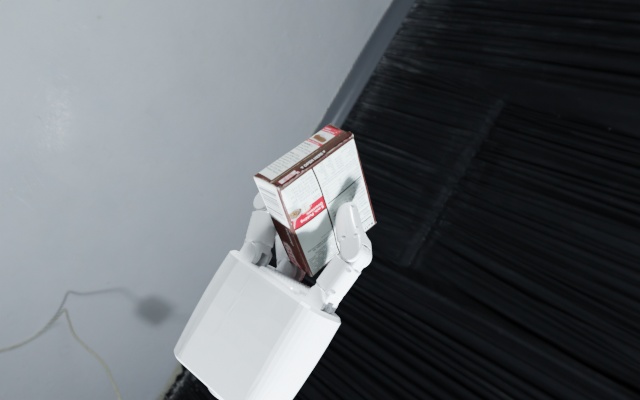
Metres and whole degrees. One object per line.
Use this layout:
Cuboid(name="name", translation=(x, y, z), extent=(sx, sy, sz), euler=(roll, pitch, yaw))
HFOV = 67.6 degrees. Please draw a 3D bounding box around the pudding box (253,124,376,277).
Cuboid(name="pudding box", translation=(0.000, 0.002, 0.440), extent=(0.090, 0.114, 0.039), euler=(-38, 44, -23))
